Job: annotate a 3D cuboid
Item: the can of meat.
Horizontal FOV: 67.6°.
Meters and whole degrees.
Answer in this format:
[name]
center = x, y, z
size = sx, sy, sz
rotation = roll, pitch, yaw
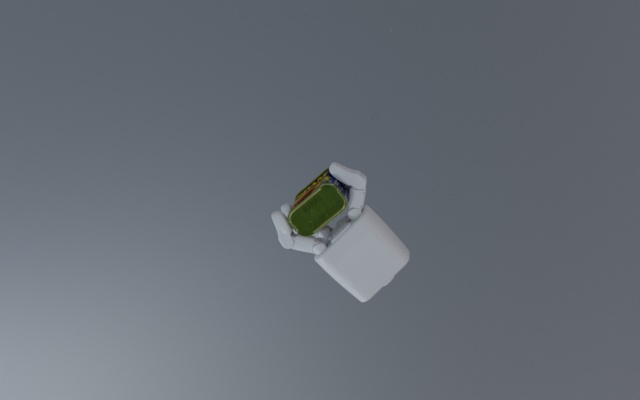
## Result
[can of meat]
center = 0.000, 0.002, 0.746
size = 0.102, 0.057, 0.084
rotation = -40, 10, 19
